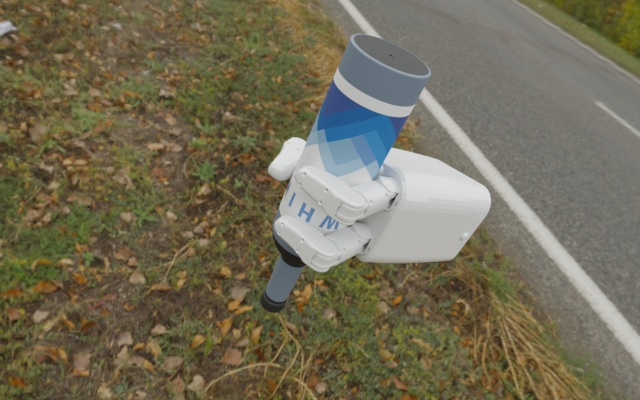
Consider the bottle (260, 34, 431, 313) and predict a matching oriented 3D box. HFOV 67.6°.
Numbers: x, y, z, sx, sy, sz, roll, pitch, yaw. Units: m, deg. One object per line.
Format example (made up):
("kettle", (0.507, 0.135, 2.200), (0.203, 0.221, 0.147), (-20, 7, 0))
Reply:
("bottle", (0.000, 0.001, 0.438), (0.069, 0.296, 0.069), (17, 35, -12))
